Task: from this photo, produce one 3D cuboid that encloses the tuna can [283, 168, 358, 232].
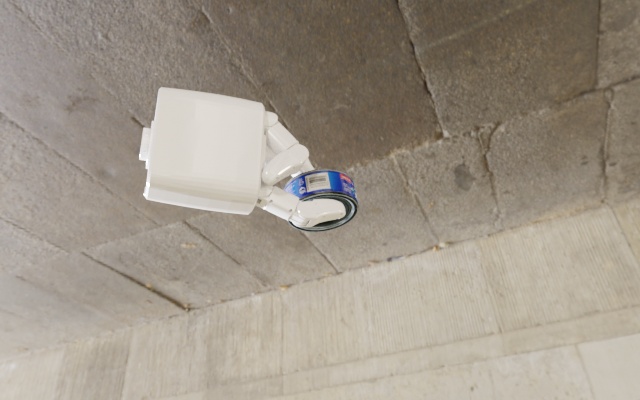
[{"bbox_3d":[0.000,0.002,0.550,0.086,0.033,0.086,-7,-32,-4],"label":"tuna can"}]
